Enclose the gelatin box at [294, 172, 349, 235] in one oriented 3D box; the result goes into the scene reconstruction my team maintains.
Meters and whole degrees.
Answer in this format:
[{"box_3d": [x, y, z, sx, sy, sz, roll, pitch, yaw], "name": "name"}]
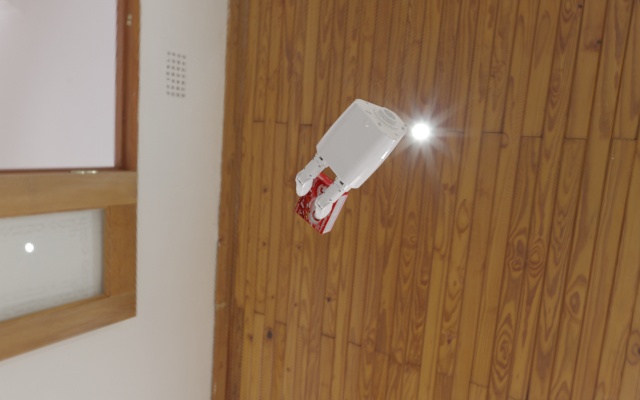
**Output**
[{"box_3d": [0.000, 0.003, 0.841, 0.073, 0.089, 0.030, 39, 32, 25], "name": "gelatin box"}]
